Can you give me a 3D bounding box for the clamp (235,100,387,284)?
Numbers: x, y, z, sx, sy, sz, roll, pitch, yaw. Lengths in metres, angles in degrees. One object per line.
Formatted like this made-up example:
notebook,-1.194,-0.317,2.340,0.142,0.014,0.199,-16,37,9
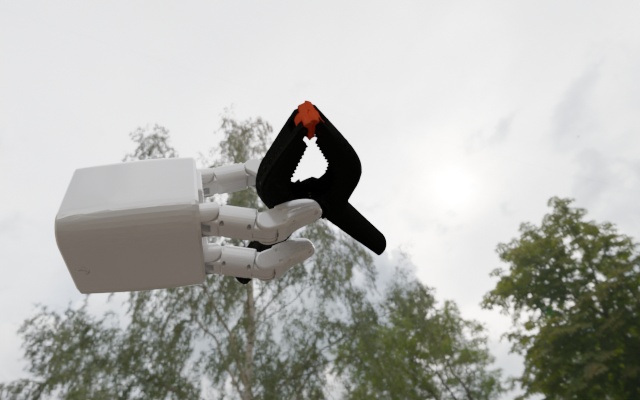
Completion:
clamp,0.000,0.001,0.446,0.164,0.036,0.210,-7,-43,-15
